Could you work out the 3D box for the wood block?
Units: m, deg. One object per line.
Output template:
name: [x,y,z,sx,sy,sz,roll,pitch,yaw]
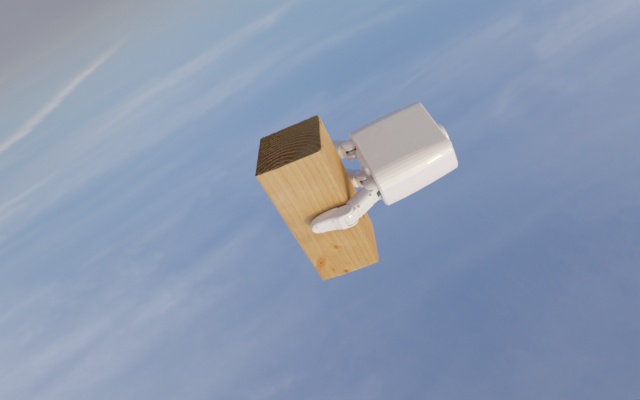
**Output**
wood block: [0.001,0.002,0.658,0.090,0.206,0.090,-20,36,13]
